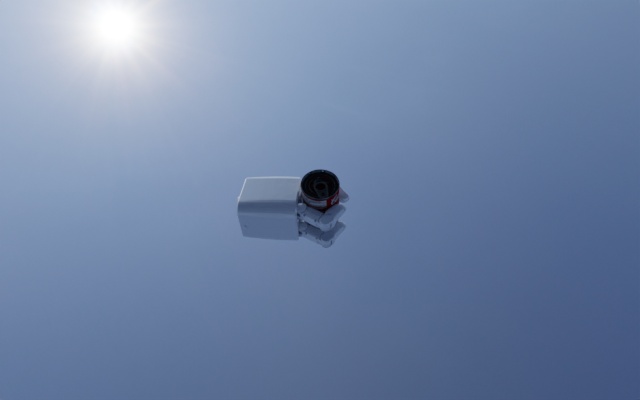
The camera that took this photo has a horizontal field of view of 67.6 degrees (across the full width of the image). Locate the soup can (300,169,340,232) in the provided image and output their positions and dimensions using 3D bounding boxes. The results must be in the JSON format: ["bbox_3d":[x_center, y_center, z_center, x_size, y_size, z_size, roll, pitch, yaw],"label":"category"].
[{"bbox_3d":[0.001,0.003,0.864,0.068,0.068,0.102,0,-39,1],"label":"soup can"}]
